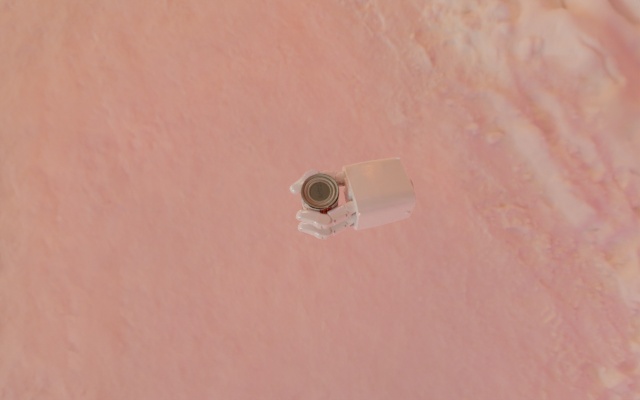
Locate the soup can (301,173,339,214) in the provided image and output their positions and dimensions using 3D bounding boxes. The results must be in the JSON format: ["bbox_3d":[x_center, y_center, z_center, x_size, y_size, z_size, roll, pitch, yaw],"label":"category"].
[{"bbox_3d":[0.000,0.003,0.853,0.068,0.068,0.102,0,-22,1],"label":"soup can"}]
